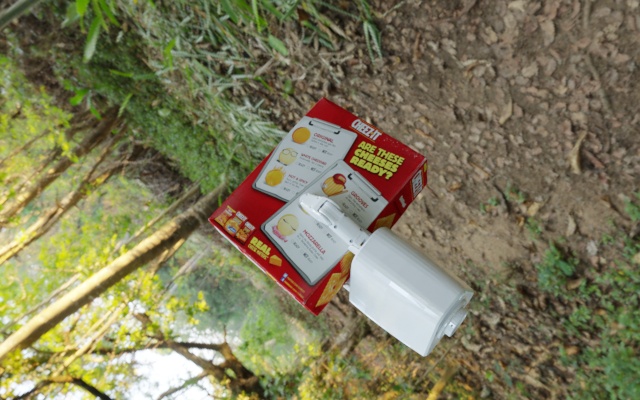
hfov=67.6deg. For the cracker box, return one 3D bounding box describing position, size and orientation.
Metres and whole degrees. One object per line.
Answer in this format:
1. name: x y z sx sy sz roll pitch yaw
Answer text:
1. cracker box: 0.000 0.002 0.577 0.164 0.213 0.072 36 -13 26
